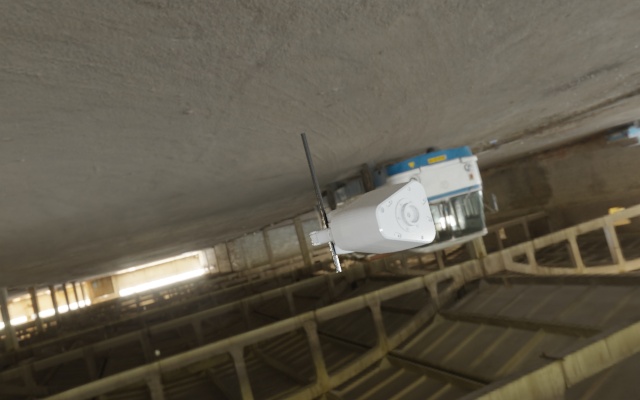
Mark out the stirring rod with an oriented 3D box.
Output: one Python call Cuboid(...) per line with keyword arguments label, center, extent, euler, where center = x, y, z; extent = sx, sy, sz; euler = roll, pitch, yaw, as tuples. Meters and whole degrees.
Cuboid(label="stirring rod", center=(0.000, 0.003, 0.803), extent=(0.011, 0.239, 0.011), euler=(-14, -3, -1))
